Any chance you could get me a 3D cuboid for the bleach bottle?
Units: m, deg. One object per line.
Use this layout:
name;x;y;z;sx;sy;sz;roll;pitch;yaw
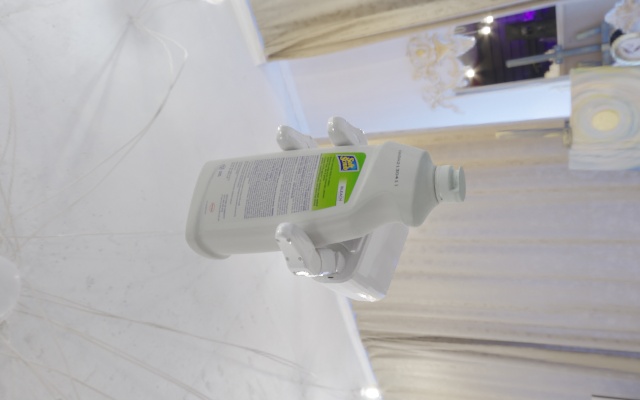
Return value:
bleach bottle;0.000;0.001;0.432;0.251;0.102;0.068;-4;-24;26
